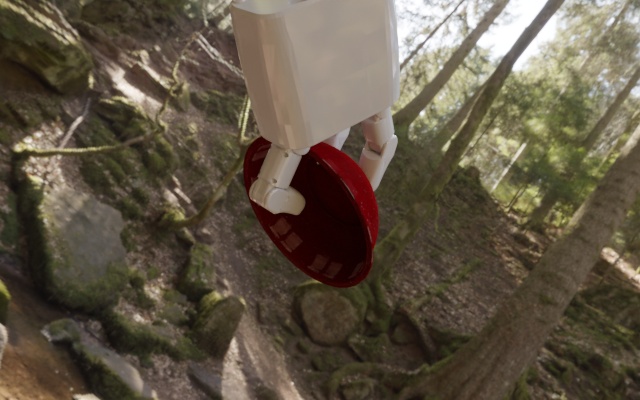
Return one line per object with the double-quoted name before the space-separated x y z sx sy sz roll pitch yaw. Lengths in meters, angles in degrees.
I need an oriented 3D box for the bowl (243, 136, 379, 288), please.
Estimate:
"bowl" 0.000 0.002 0.453 0.055 0.162 0.162 -36 22 -34
